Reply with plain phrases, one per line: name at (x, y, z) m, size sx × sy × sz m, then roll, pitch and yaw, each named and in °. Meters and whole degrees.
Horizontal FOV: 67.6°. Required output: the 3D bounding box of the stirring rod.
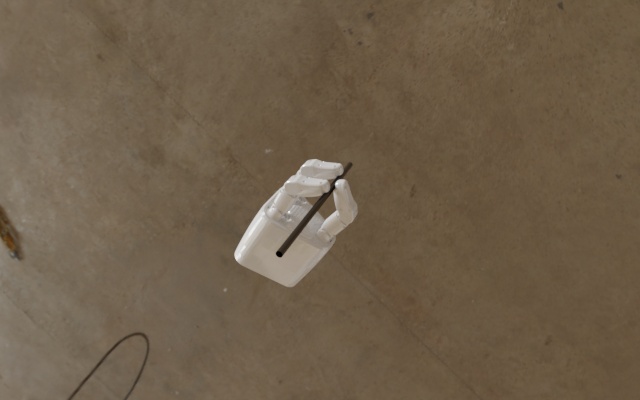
stirring rod at (0.000, 0.002, 0.591) m, size 0.011 × 0.011 × 0.239 m, roll 0°, pitch 26°, yaw 23°
